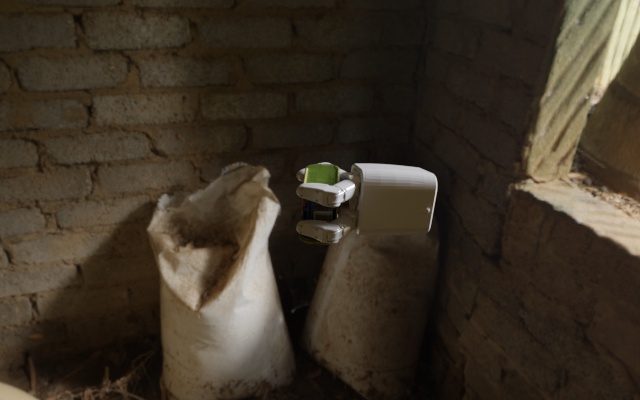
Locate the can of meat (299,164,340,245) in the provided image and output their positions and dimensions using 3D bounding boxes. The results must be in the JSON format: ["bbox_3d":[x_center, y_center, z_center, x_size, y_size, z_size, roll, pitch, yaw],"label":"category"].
[{"bbox_3d":[0.000,0.002,0.701,0.057,0.084,0.102,3,27,0],"label":"can of meat"}]
